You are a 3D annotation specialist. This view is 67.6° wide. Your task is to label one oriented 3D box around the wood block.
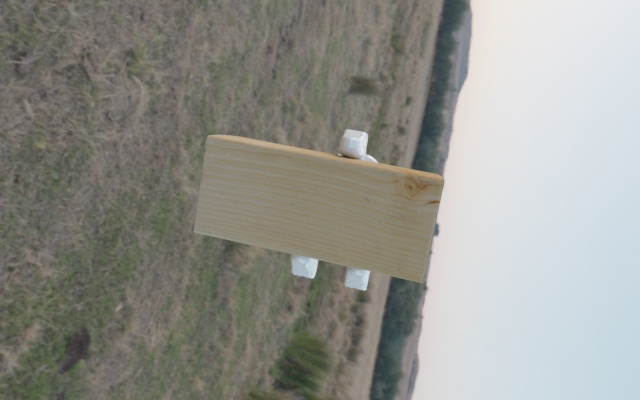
[{"bbox_3d":[0.000,0.001,0.446,0.206,0.091,0.090,11,8,9],"label":"wood block"}]
